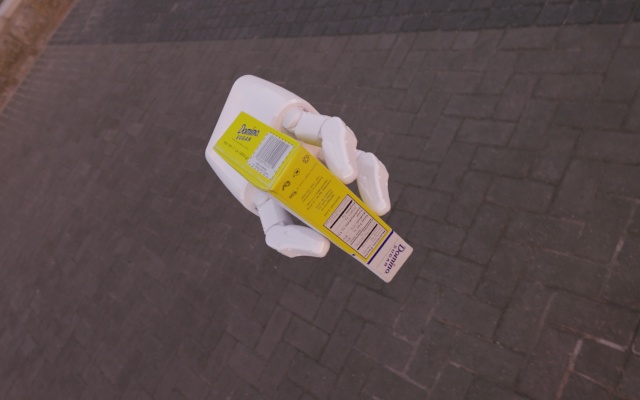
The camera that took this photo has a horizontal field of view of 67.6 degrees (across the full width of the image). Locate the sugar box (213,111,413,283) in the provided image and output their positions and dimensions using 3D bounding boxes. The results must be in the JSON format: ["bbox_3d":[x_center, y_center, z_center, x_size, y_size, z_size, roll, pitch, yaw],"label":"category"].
[{"bbox_3d":[0.000,0.001,0.406,0.176,0.048,0.093,37,-1,-44],"label":"sugar box"}]
